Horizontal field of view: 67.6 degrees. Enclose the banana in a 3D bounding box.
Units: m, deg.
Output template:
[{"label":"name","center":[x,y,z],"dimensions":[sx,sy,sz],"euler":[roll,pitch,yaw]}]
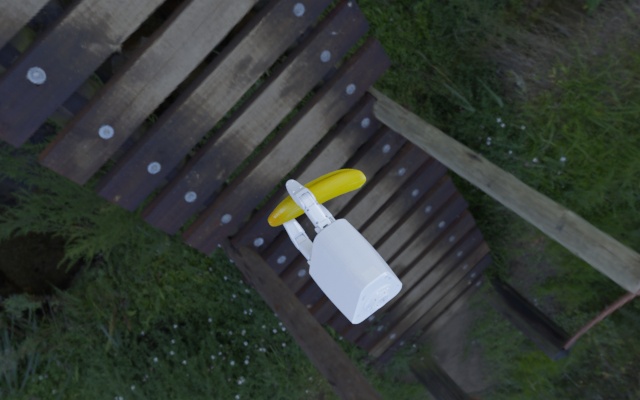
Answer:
[{"label":"banana","center":[0.007,-0.011,0.750],"dimensions":[0.198,0.070,0.037],"euler":[-21,57,-34]}]
